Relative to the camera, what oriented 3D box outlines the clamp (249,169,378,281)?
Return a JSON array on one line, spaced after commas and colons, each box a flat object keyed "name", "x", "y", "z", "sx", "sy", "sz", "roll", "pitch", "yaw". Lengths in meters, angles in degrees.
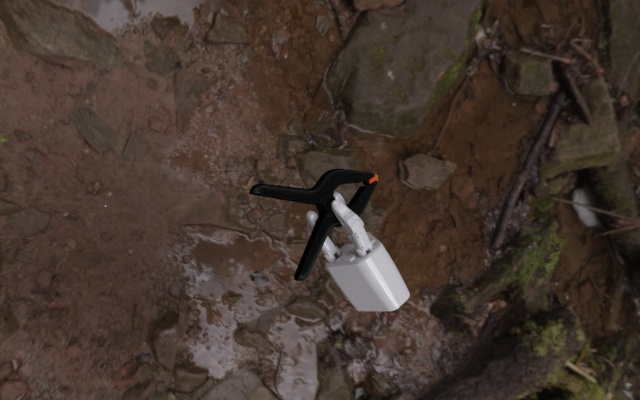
[{"name": "clamp", "x": 0.001, "y": 0.002, "z": 0.758, "sx": 0.210, "sy": 0.164, "sz": 0.036, "roll": -37, "pitch": 14, "yaw": -20}]
